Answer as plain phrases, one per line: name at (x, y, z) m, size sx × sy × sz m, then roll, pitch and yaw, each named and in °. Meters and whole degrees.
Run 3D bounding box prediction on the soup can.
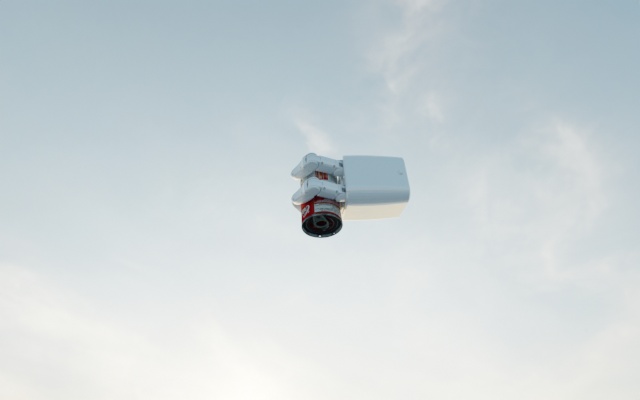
soup can at (0.000, 0.002, 0.808) m, size 0.068 × 0.102 × 0.069 m, roll -2°, pitch -37°, yaw -2°
